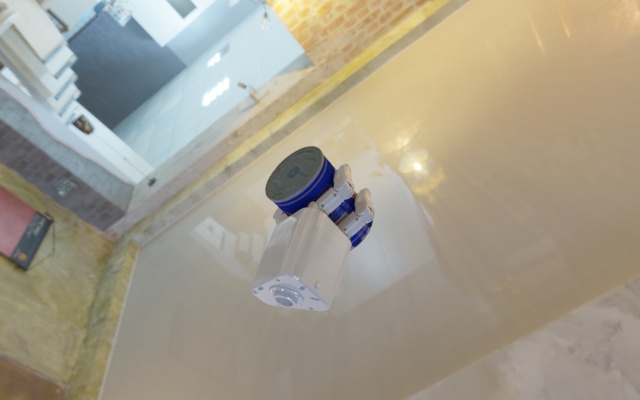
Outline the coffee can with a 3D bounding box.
[{"bbox_3d":[0.000,0.002,0.720,0.103,0.102,0.140,0,-38,47],"label":"coffee can"}]
